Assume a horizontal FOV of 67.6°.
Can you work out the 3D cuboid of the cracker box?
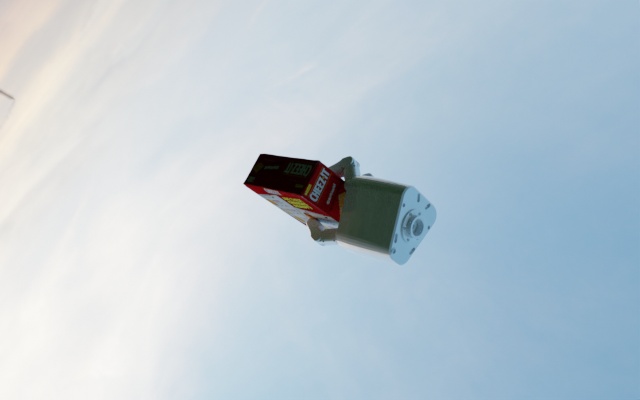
[{"bbox_3d":[0.000,0.003,0.823,0.164,0.072,0.214,11,-19,48],"label":"cracker box"}]
